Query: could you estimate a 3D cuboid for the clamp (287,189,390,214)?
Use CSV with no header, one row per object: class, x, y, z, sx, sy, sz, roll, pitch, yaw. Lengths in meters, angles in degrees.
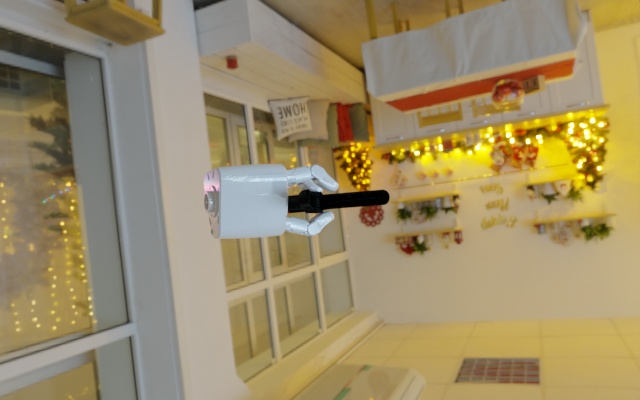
clamp,0.000,0.003,0.794,0.164,0.036,0.210,0,-5,-28
